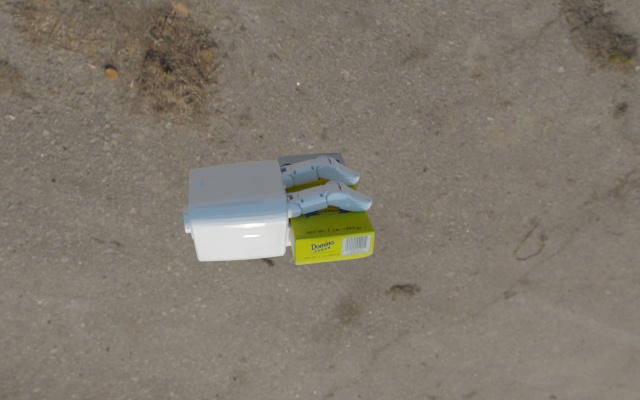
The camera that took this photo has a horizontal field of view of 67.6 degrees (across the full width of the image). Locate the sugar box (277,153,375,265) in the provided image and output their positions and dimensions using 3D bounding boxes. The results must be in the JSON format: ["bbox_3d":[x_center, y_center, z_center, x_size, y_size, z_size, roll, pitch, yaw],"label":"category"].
[{"bbox_3d":[0.000,0.002,0.601,0.093,0.048,0.176,-5,39,-11],"label":"sugar box"}]
